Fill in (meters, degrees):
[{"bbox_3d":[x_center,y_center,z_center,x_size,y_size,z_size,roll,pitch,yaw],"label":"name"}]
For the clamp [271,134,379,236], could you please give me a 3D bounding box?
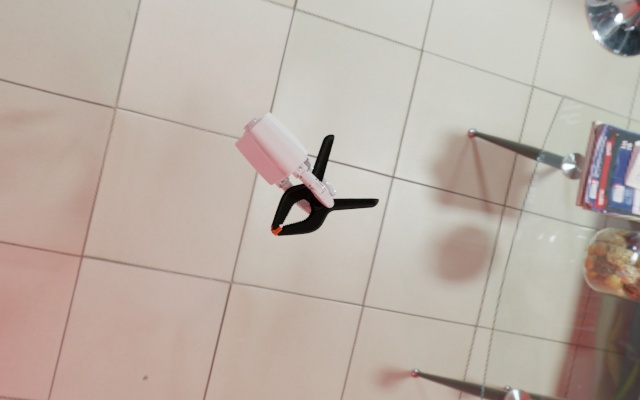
[{"bbox_3d":[0.000,0.003,0.896,0.210,0.164,0.036,-45,12,-7],"label":"clamp"}]
